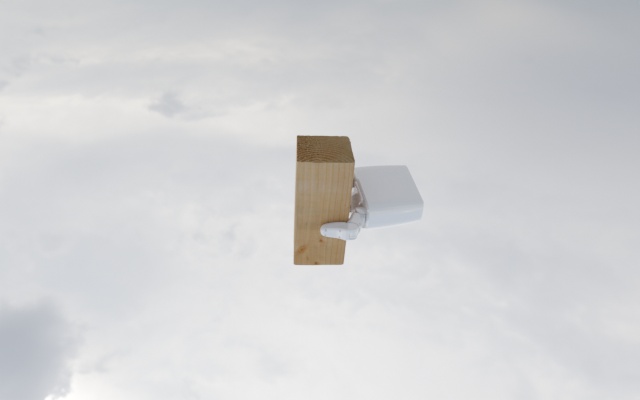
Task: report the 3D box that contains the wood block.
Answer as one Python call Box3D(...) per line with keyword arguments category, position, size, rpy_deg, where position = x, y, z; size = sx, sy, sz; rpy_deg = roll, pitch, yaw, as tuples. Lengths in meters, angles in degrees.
Box3D(category="wood block", position=(0.001, 0.003, 0.805), size=(0.090, 0.206, 0.090), rpy_deg=(1, 34, -5))
